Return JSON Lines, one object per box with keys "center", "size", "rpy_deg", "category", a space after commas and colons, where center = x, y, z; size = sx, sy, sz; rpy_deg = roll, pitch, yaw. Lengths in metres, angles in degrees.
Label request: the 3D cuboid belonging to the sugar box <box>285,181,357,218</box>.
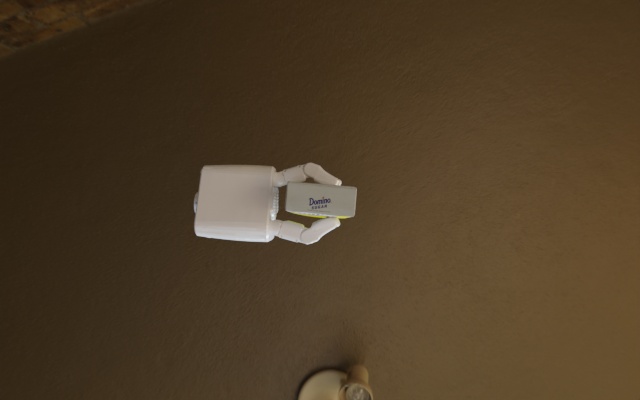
{"center": [0.000, 0.003, 0.701], "size": [0.093, 0.048, 0.176], "rpy_deg": [5, 0, 1], "category": "sugar box"}
